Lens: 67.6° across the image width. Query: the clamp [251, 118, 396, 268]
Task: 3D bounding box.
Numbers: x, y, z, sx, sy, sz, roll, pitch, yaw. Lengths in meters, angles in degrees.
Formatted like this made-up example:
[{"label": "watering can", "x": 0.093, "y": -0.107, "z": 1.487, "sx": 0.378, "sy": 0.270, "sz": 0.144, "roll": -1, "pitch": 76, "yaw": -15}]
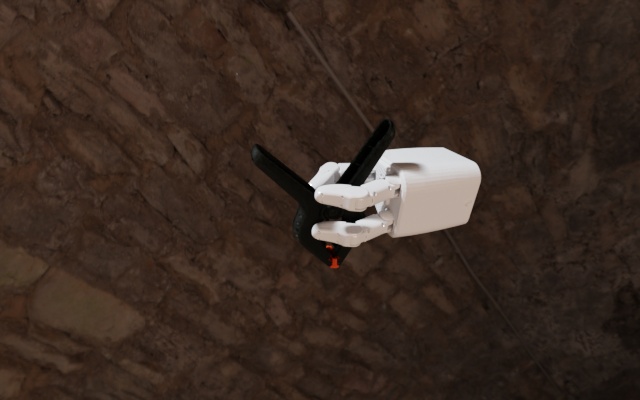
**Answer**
[{"label": "clamp", "x": 0.000, "y": 0.002, "z": 0.580, "sx": 0.164, "sy": 0.210, "sz": 0.036, "roll": -6, "pitch": 38, "yaw": -13}]
